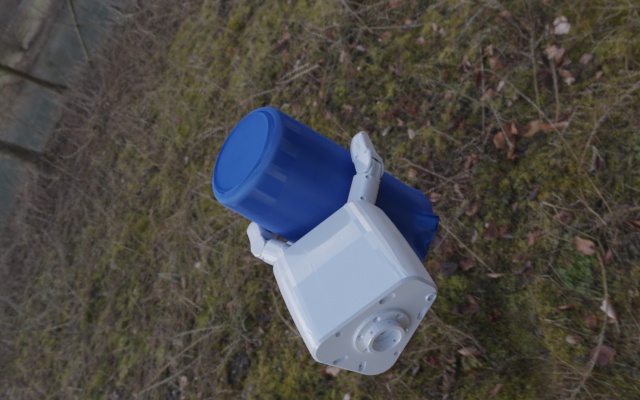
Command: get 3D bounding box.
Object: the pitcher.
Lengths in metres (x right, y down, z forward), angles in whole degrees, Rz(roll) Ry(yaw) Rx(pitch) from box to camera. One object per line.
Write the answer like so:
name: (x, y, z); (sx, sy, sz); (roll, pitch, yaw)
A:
pitcher: (0.000, 0.002, 0.540); (0.243, 0.149, 0.145); (29, 20, -36)
